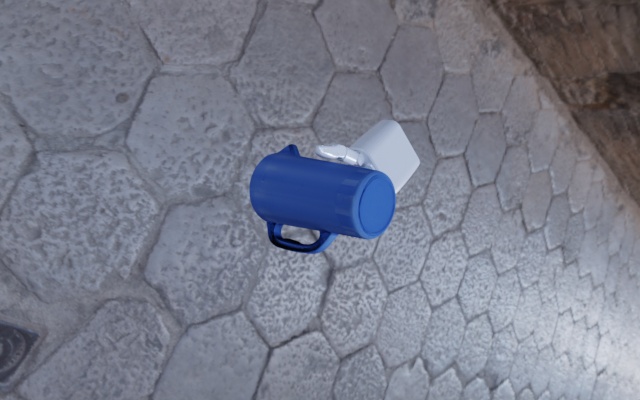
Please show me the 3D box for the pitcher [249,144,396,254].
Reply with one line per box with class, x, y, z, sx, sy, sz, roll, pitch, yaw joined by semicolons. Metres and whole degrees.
pitcher;0.000;0.002;0.810;0.243;0.149;0.145;11;43;44
